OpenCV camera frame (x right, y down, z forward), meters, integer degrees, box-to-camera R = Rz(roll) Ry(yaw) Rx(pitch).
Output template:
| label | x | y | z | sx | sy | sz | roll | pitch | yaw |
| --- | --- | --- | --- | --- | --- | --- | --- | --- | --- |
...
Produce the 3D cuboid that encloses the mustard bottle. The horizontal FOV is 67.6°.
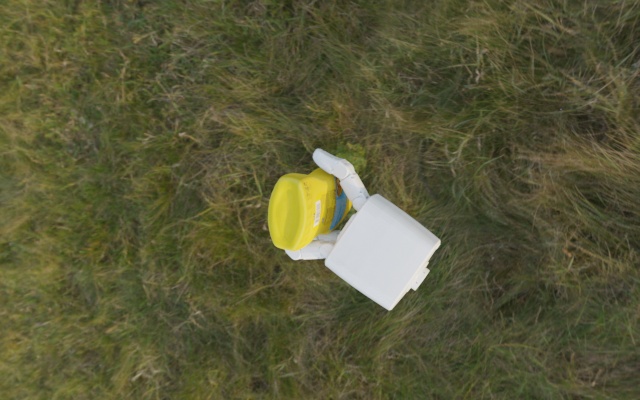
| label | x | y | z | sx | sy | sz | roll | pitch | yaw |
| --- | --- | --- | --- | --- | --- | --- | --- | --- | --- |
| mustard bottle | 0.000 | 0.002 | 0.672 | 0.058 | 0.096 | 0.191 | 10 | 14 | 25 |
